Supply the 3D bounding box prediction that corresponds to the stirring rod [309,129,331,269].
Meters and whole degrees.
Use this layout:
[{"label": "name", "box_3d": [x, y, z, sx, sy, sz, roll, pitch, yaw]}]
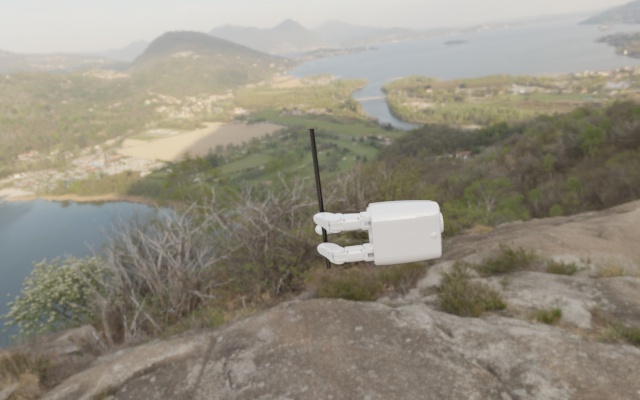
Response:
[{"label": "stirring rod", "box_3d": [0.000, 0.003, 0.779, 0.011, 0.240, 0.011, -6, 19, 2]}]
